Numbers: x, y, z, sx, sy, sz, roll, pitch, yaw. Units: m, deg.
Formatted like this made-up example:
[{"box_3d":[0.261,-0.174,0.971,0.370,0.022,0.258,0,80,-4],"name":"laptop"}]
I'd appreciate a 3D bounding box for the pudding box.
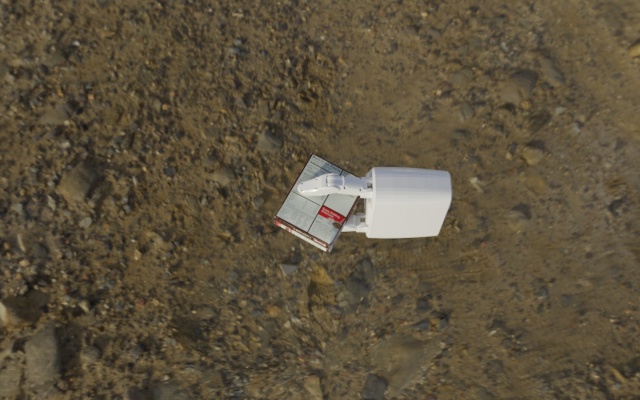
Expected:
[{"box_3d":[0.000,0.002,0.669,0.090,0.113,0.039,28,-19,7],"name":"pudding box"}]
